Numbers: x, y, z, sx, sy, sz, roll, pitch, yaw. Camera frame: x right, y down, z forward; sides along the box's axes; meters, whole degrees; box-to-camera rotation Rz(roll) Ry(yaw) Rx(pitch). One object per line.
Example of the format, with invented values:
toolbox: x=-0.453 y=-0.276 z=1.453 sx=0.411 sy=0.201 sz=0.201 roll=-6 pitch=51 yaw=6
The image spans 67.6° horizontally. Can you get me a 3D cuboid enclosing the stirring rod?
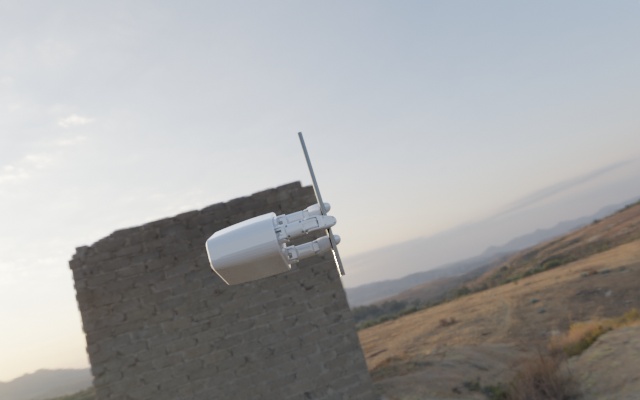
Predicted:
stirring rod: x=0.000 y=0.003 z=0.756 sx=0.011 sy=0.239 sz=0.011 roll=-16 pitch=-11 yaw=-3
